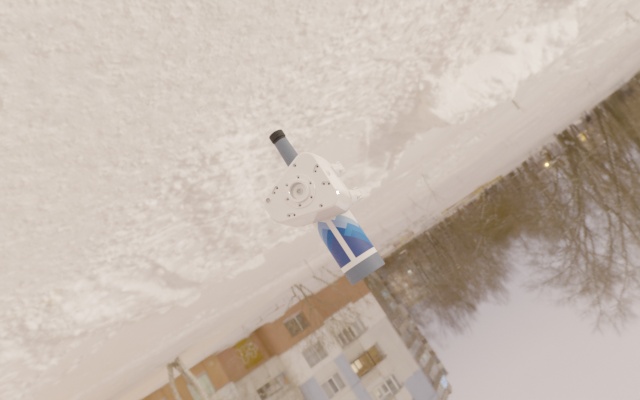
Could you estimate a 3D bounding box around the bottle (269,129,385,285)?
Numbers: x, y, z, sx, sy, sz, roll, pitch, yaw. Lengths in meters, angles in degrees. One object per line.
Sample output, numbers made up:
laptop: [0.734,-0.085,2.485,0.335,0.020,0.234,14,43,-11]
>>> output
bottle: [0.000,0.003,0.819,0.069,0.295,0.069,-32,-10,-7]
